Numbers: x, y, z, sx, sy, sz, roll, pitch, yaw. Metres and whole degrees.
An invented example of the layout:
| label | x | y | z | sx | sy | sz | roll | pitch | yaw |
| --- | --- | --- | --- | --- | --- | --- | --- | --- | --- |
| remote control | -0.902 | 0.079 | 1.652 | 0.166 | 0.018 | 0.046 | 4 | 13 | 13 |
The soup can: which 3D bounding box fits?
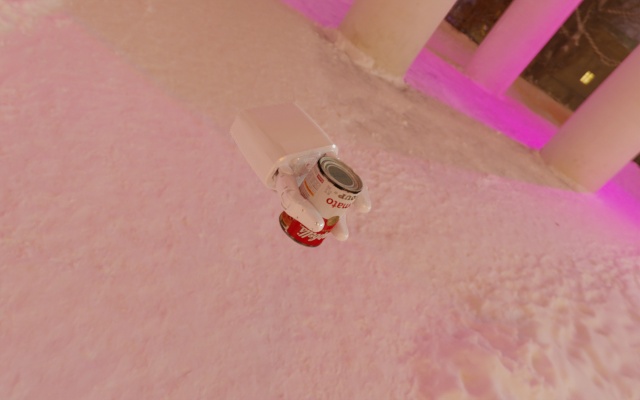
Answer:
| label | x | y | z | sx | sy | sz | roll | pitch | yaw |
| --- | --- | --- | --- | --- | --- | --- | --- | --- | --- |
| soup can | 0.000 | 0.002 | 0.615 | 0.068 | 0.102 | 0.068 | 27 | 30 | -17 |
